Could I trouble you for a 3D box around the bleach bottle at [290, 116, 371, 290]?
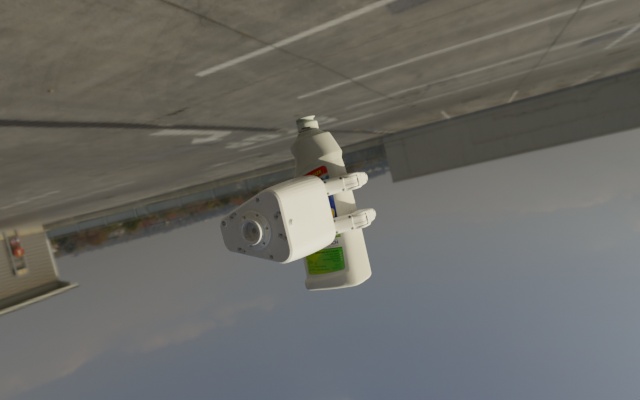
[{"bbox_3d":[0.000,0.002,0.710,0.102,0.251,0.068,-12,4,31],"label":"bleach bottle"}]
